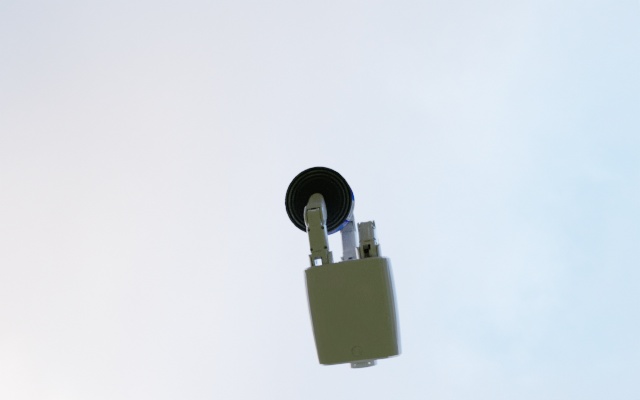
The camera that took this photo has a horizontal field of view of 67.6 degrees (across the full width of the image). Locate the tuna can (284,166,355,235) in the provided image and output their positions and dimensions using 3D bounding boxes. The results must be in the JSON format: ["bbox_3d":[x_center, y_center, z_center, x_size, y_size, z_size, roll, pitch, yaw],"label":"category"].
[{"bbox_3d":[0.000,0.002,0.604,0.086,0.086,0.034,0,-9,12],"label":"tuna can"}]
